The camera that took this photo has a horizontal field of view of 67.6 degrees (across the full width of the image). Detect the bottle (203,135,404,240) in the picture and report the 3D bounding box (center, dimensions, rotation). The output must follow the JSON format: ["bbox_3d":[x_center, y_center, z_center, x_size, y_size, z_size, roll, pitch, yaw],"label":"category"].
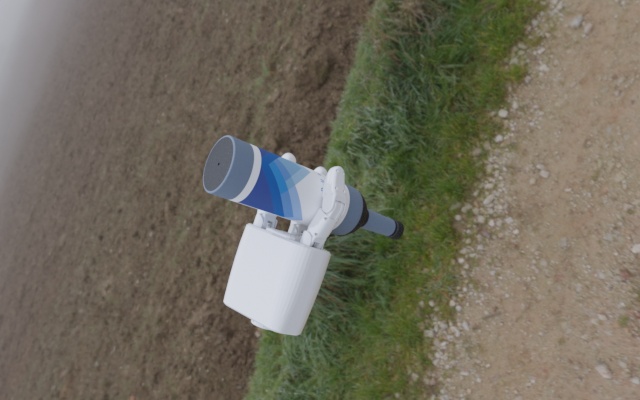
[{"bbox_3d":[0.000,0.002,0.602,0.296,0.069,0.069,21,-13,-37],"label":"bottle"}]
